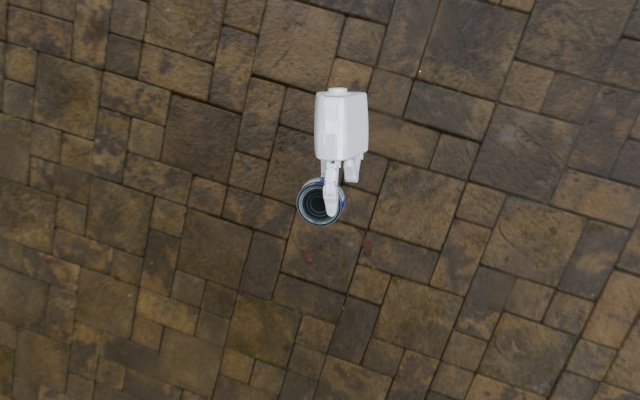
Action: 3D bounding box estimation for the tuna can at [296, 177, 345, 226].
[{"bbox_3d":[0.000,0.003,0.864,0.086,0.086,0.033,0,20,12],"label":"tuna can"}]
